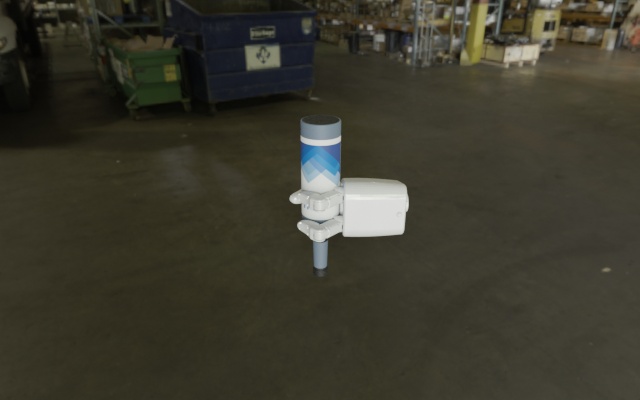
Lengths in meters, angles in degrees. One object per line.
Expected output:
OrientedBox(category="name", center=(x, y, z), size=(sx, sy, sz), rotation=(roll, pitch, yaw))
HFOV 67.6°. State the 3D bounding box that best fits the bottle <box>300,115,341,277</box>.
OrientedBox(category="bottle", center=(0.000, 0.002, 0.838), size=(0.069, 0.296, 0.069), rotation=(0, 25, 0))
